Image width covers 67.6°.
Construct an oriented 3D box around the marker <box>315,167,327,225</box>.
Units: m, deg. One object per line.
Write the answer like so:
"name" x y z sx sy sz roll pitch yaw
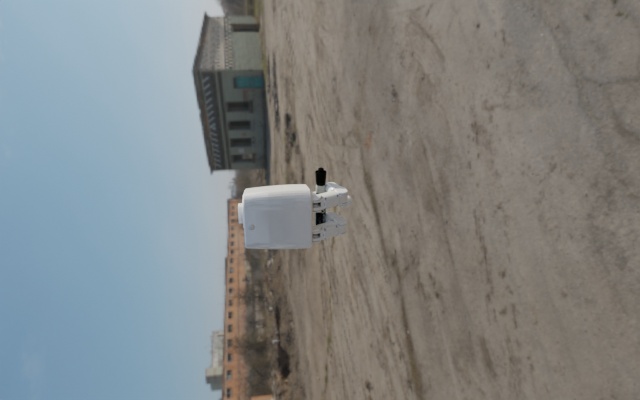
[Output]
"marker" 0.000 0.003 0.806 0.020 0.121 0.020 0 24 0
